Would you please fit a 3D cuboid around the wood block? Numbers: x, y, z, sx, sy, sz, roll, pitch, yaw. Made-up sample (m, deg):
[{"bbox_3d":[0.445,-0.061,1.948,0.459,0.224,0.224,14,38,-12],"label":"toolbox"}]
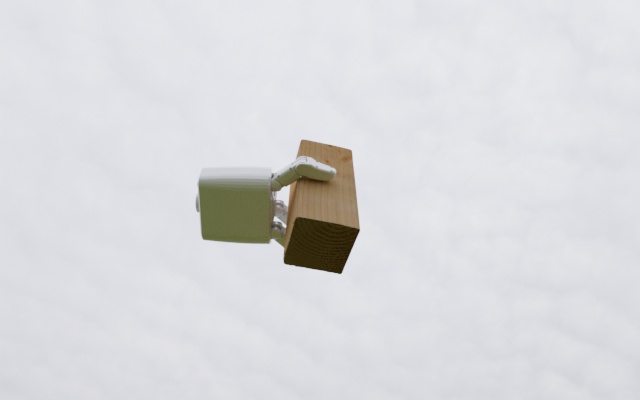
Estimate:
[{"bbox_3d":[0.000,0.002,0.732,0.090,0.091,0.206,12,36,-9],"label":"wood block"}]
